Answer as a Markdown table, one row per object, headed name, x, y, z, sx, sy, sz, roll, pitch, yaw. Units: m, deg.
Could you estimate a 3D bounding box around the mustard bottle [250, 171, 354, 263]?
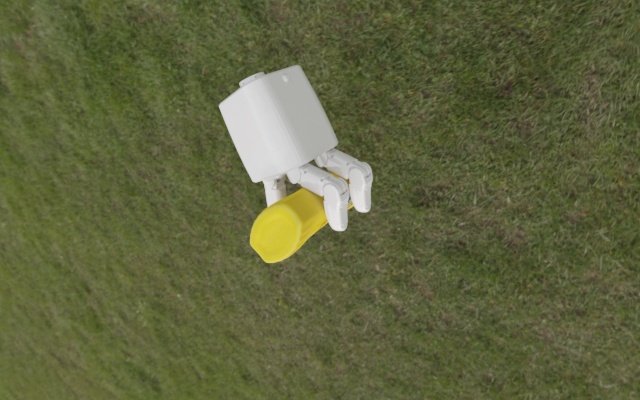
| name | x | y | z | sx | sy | sz | roll | pitch | yaw |
| --- | --- | --- | --- | --- | --- | --- | --- | --- | --- |
| mustard bottle | 0.000 | 0.002 | 0.598 | 0.191 | 0.058 | 0.096 | -35 | -11 | -47 |
